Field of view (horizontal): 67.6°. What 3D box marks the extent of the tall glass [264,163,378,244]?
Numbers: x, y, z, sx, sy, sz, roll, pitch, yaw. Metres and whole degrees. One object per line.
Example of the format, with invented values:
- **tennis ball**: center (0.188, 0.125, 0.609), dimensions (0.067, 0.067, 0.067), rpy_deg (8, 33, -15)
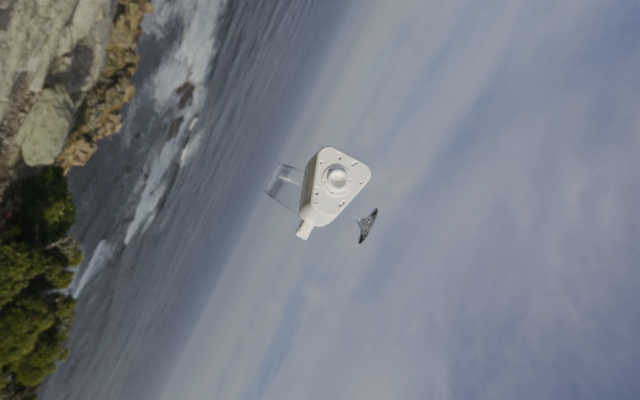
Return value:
- **tall glass**: center (0.001, 0.003, 0.875), dimensions (0.201, 0.079, 0.079), rpy_deg (27, -3, -5)
